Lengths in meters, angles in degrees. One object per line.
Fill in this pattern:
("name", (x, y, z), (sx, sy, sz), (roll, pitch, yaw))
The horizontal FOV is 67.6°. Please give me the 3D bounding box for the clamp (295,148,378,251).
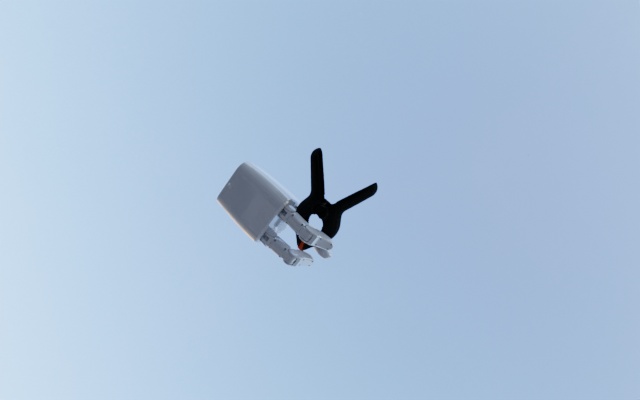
("clamp", (0.000, 0.003, 0.781), (0.120, 0.171, 0.039), (43, 20, 13))
